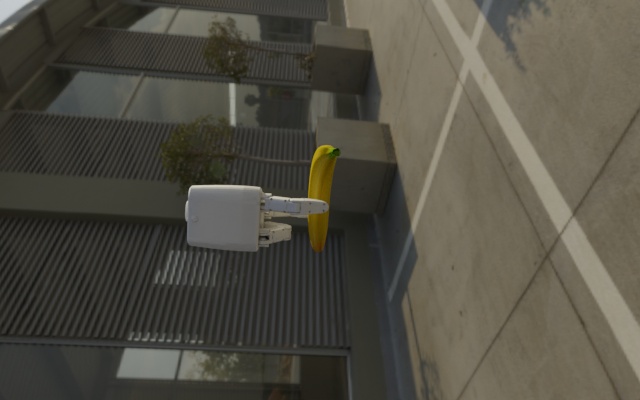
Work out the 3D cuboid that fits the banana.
[{"bbox_3d":[0.000,-0.011,0.753,0.037,0.198,0.069,4,36,-5],"label":"banana"}]
